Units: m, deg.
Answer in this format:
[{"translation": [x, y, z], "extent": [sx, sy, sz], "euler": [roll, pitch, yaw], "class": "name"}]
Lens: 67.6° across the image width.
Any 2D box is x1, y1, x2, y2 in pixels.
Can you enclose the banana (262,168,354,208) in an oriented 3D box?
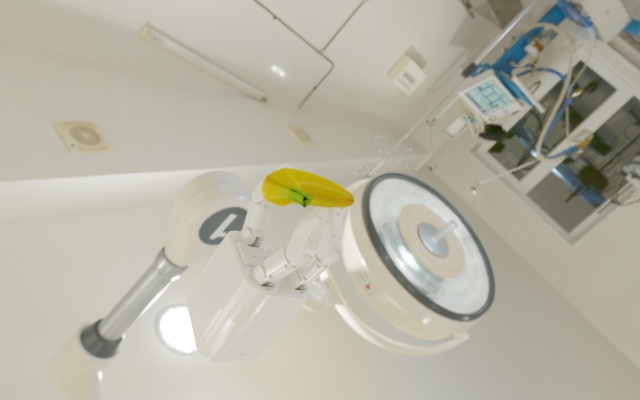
[{"translation": [-0.016, -0.008, 0.517], "extent": [0.069, 0.037, 0.198], "euler": [33, 10, 13], "class": "banana"}]
